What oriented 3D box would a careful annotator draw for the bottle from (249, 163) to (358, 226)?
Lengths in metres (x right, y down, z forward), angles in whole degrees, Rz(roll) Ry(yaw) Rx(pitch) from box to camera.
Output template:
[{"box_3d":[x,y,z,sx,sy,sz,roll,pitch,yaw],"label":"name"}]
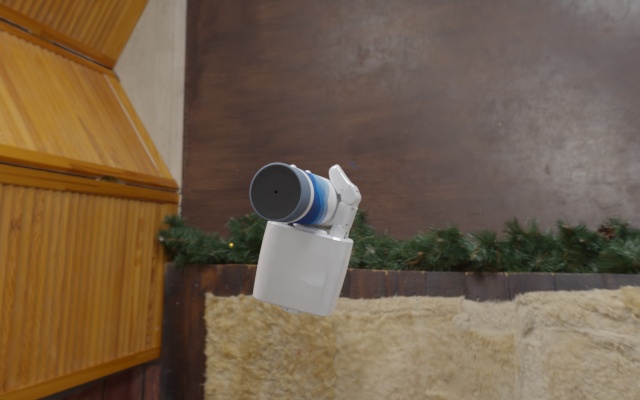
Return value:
[{"box_3d":[0.000,0.002,0.670,0.069,0.069,0.296,0,-5,20],"label":"bottle"}]
